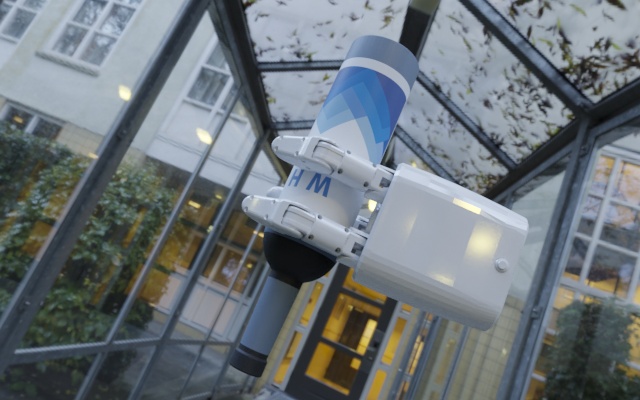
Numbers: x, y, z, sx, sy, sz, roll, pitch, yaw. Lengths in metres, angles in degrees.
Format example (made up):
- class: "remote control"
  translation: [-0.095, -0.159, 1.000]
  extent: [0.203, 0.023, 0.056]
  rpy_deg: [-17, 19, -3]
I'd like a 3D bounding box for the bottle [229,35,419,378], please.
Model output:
- class: "bottle"
  translation: [0.000, 0.001, 0.404]
  extent: [0.069, 0.295, 0.069]
  rpy_deg: [23, -13, 6]
